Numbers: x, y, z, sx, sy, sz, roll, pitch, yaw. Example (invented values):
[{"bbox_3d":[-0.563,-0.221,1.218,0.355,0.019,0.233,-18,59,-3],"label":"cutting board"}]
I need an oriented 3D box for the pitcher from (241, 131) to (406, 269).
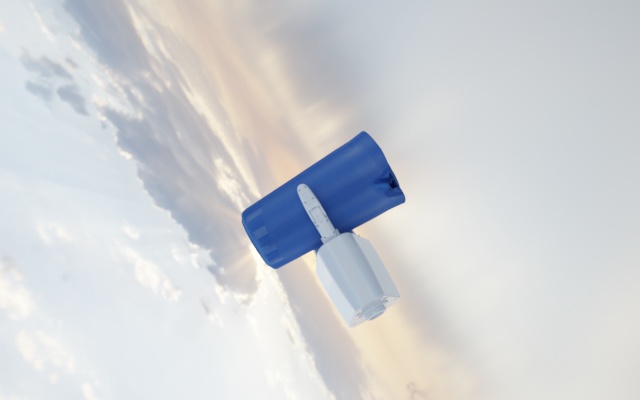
[{"bbox_3d":[0.000,0.003,0.768,0.243,0.145,0.149,-30,-25,-2],"label":"pitcher"}]
